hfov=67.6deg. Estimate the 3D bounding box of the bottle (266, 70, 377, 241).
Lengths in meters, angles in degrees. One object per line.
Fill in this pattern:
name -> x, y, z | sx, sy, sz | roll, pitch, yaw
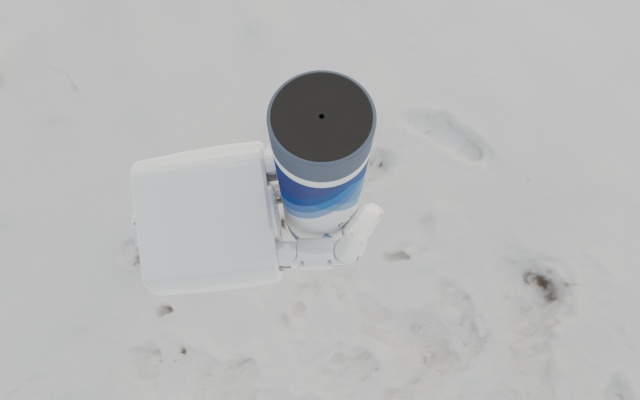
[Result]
bottle -> 0.000, 0.001, 0.423 | 0.069, 0.069, 0.296 | 0, -21, 0
